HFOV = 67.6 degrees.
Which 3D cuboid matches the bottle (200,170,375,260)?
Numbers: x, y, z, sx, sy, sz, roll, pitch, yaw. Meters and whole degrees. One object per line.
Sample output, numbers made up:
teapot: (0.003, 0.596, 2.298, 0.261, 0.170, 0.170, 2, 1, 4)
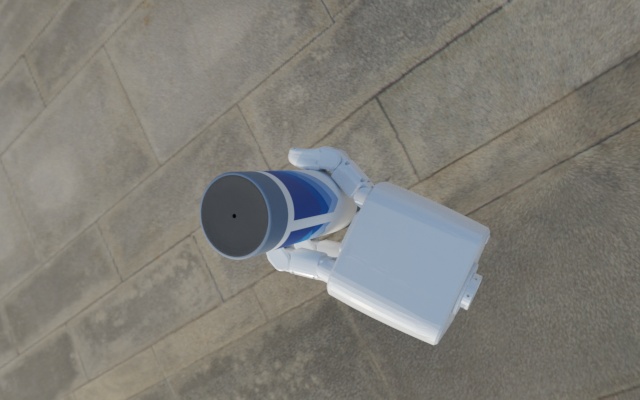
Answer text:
bottle: (0.000, 0.002, 0.488, 0.069, 0.069, 0.295, 0, 4, 26)
